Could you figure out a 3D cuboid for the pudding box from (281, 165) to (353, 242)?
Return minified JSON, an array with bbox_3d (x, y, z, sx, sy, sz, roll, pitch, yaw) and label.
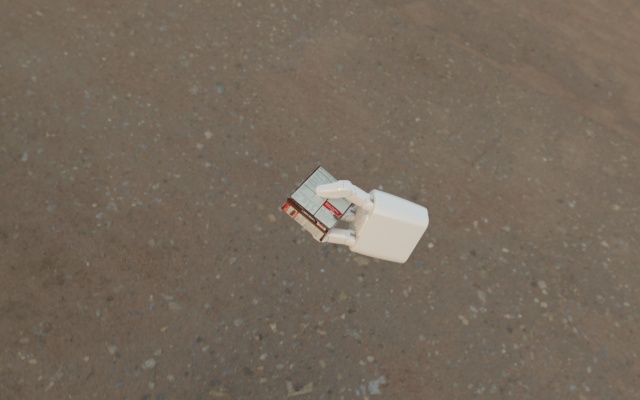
[{"bbox_3d":[0.000,0.003,0.815,0.113,0.090,0.039,-48,-5,-47],"label":"pudding box"}]
